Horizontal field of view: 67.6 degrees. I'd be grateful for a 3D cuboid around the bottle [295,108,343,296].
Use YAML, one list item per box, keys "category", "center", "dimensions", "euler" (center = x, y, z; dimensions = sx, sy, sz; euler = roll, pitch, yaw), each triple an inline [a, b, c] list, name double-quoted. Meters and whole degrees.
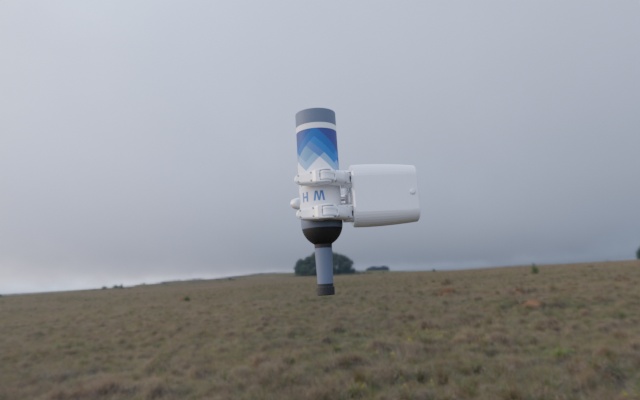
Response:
- category: "bottle"
  center: [0.000, 0.002, 0.767]
  dimensions: [0.069, 0.295, 0.069]
  euler: [-3, -9, -1]
